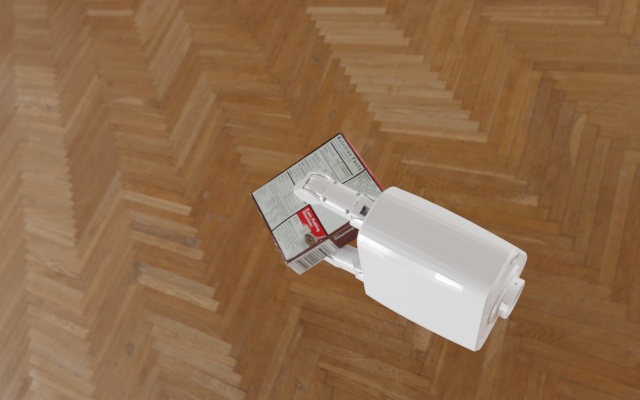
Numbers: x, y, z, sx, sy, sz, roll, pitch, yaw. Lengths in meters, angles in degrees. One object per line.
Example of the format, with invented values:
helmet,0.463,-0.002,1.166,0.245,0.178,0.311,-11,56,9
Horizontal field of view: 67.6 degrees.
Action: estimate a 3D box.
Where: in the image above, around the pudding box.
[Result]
pudding box,0.000,0.001,0.457,0.113,0.090,0.039,-33,-31,3
